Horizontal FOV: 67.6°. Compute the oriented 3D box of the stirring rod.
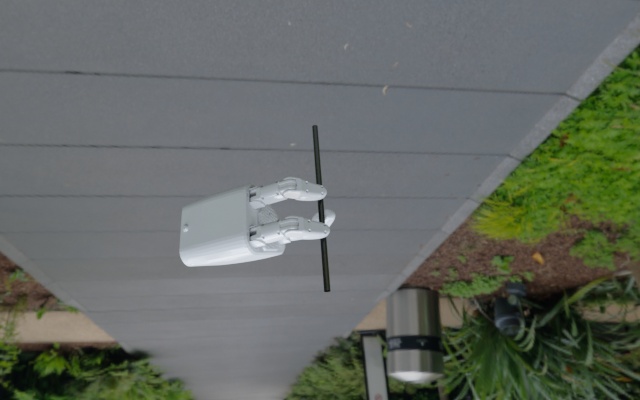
[{"bbox_3d":[0.000,0.002,0.630,0.011,0.239,0.011,-3,-26,-2],"label":"stirring rod"}]
